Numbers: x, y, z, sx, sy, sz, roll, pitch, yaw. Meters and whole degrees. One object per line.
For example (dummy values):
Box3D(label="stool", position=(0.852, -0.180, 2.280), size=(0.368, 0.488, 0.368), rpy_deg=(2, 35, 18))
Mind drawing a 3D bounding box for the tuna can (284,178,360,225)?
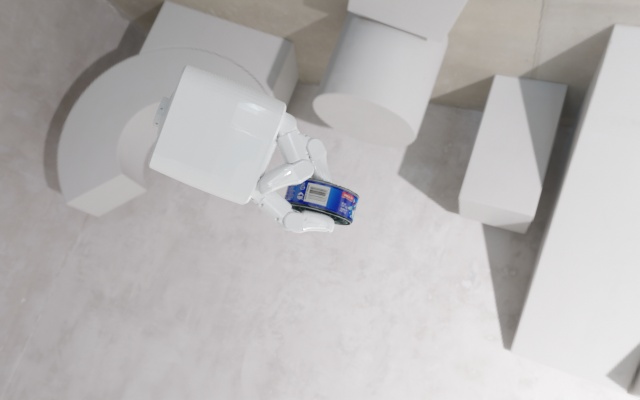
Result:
Box3D(label="tuna can", position=(0.000, 0.002, 0.557), size=(0.086, 0.033, 0.086), rpy_deg=(14, -10, 3))
